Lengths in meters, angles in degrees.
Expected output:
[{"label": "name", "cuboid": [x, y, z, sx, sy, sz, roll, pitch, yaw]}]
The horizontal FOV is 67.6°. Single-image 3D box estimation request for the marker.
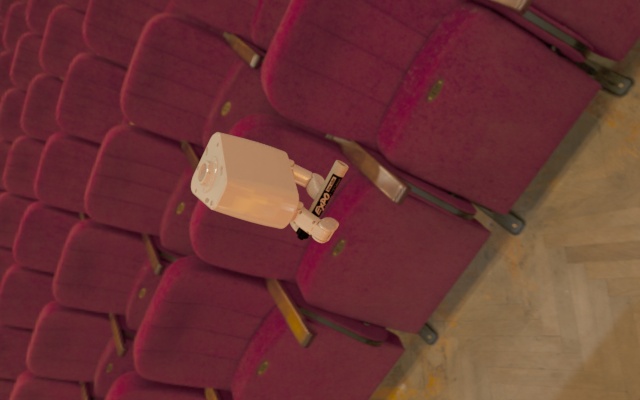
[{"label": "marker", "cuboid": [0.000, 0.002, 0.636, 0.020, 0.121, 0.020, 26, 19, -10]}]
